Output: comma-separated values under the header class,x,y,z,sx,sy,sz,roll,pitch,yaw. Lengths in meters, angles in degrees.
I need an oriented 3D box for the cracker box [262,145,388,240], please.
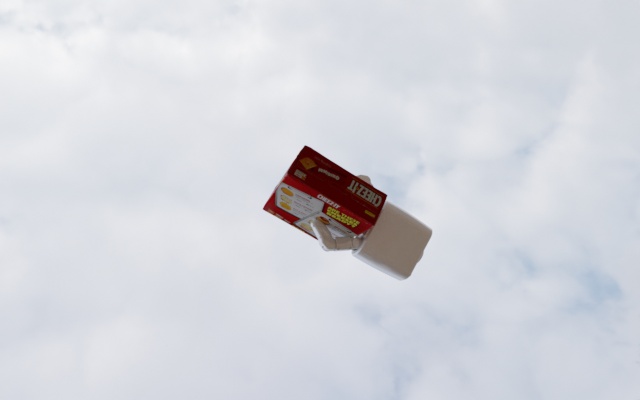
class,x,y,z,sx,sy,sz,roll,pitch,yaw
cracker box,0.000,0.003,0.855,0.164,0.072,0.214,30,-23,-7
